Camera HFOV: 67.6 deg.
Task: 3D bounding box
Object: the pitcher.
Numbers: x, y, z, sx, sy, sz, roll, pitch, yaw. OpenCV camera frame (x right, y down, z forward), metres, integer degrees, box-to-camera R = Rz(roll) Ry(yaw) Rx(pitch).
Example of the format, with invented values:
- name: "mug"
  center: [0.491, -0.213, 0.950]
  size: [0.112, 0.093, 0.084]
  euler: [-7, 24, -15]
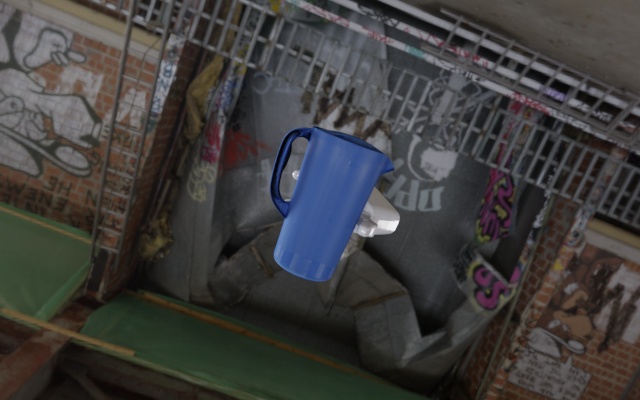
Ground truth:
- name: "pitcher"
  center: [0.000, 0.003, 0.799]
  size: [0.149, 0.243, 0.145]
  euler: [30, 14, 38]
